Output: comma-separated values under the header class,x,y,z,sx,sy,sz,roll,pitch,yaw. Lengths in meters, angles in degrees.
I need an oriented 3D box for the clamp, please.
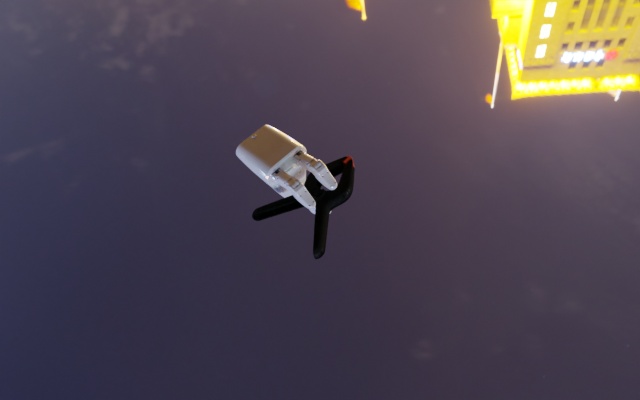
class,x,y,z,sx,sy,sz,roll,pitch,yaw
clamp,0.001,0.003,0.868,0.164,0.210,0.036,37,-20,32
